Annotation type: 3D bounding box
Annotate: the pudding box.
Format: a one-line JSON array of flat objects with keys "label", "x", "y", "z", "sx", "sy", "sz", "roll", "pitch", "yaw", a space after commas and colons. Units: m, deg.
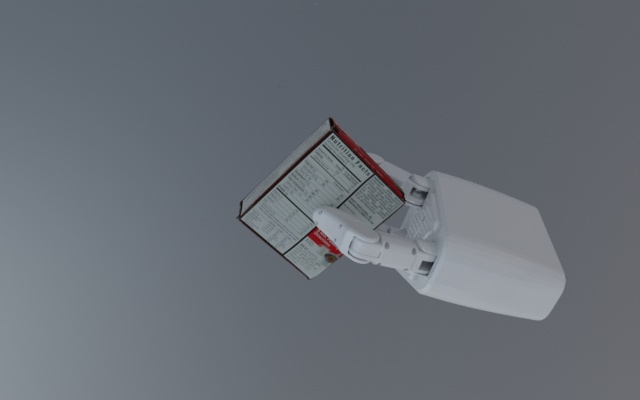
[{"label": "pudding box", "x": 0.000, "y": 0.001, "z": 0.401, "sx": 0.113, "sy": 0.090, "sz": 0.039, "roll": -42, "pitch": 18, "yaw": 14}]
